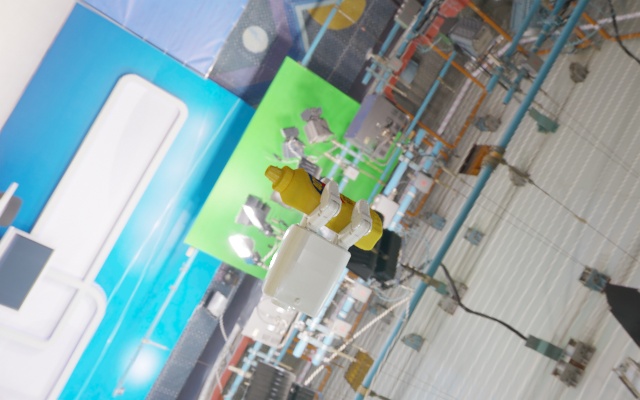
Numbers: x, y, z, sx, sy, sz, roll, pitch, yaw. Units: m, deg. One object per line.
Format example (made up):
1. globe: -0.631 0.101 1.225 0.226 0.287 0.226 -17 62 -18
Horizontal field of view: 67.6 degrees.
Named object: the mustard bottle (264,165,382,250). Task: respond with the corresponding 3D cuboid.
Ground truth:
1. mustard bottle: 0.001 0.002 0.718 0.192 0.058 0.096 30 15 -21
